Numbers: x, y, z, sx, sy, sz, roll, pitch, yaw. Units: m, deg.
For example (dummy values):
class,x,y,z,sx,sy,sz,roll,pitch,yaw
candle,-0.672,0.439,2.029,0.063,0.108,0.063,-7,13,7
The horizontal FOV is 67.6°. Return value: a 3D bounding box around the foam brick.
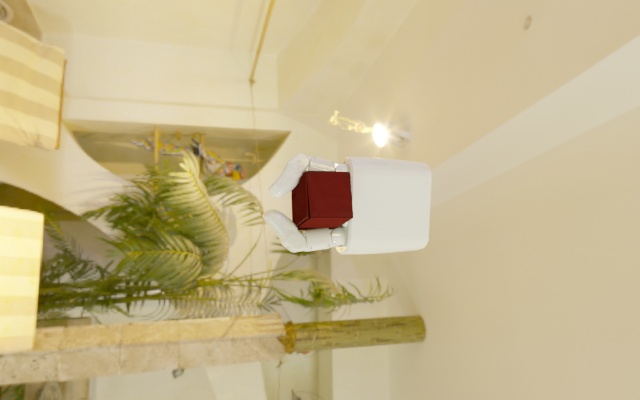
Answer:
class,x,y,z,sx,sy,sz,roll,pitch,yaw
foam brick,0.000,0.002,0.540,0.051,0.053,0.078,1,-13,-15
